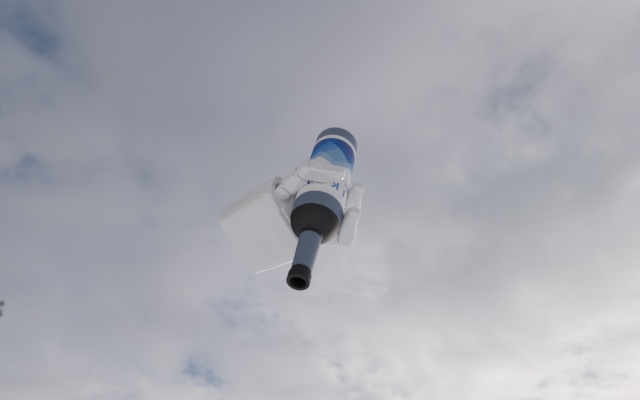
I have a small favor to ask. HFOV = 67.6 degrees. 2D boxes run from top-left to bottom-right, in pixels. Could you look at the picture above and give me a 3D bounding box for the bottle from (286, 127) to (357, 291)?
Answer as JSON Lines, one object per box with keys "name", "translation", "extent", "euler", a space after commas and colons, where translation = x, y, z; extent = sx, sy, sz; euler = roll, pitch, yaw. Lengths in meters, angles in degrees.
{"name": "bottle", "translation": [0.000, 0.002, 0.646], "extent": [0.069, 0.069, 0.295], "euler": [0, 38, 13]}
